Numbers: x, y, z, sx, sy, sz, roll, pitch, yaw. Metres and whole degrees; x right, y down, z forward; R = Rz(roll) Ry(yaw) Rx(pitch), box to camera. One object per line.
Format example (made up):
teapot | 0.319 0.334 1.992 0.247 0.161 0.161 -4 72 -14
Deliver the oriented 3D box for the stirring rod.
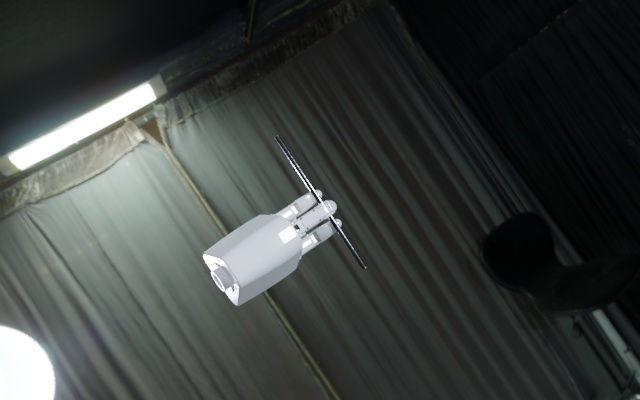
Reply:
stirring rod | 0.000 0.002 0.725 0.011 0.239 0.011 -34 -2 -1
